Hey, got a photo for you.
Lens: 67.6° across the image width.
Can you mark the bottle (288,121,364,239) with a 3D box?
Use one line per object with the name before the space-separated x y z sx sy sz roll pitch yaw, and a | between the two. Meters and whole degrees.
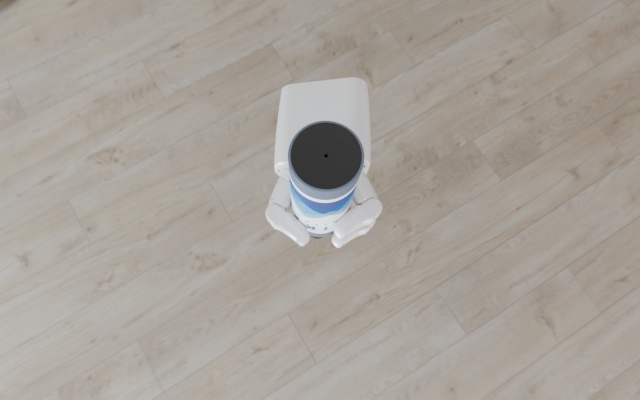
bottle | 0.000 0.002 0.553 0.069 0.069 0.296 0 -16 -2
